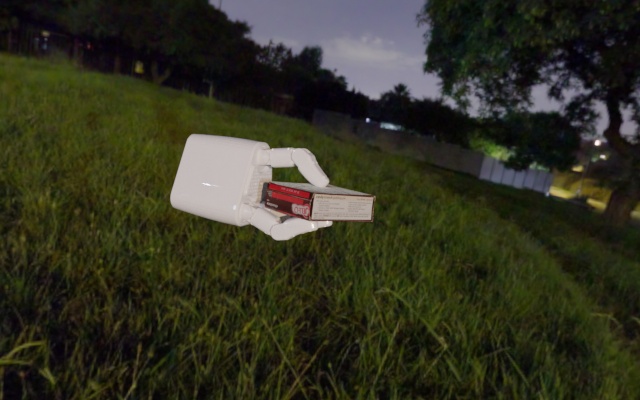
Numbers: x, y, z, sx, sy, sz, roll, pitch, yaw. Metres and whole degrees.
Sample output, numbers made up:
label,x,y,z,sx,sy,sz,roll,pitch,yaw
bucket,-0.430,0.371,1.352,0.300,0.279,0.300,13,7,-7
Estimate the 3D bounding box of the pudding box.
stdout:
label,x,y,z,sx,sy,sz,roll,pitch,yaw
pudding box,0.000,0.002,0.607,0.113,0.039,0.090,0,11,-43
